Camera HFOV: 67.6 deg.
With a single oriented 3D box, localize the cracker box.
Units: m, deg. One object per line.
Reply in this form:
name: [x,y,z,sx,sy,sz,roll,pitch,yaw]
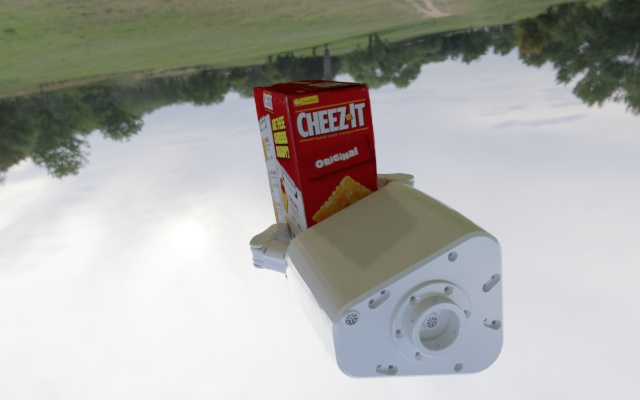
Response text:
cracker box: [0.000,0.002,0.439,0.072,0.214,0.164,-12,18,-13]
